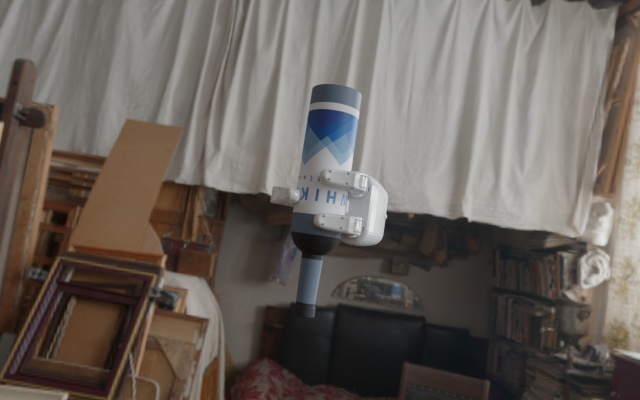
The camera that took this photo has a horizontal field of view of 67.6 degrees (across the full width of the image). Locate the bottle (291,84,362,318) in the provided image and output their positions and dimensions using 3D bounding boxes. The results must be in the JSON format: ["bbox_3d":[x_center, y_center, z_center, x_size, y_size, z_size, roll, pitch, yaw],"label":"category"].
[{"bbox_3d":[0.000,0.002,0.619,0.069,0.295,0.069,8,-5,1],"label":"bottle"}]
